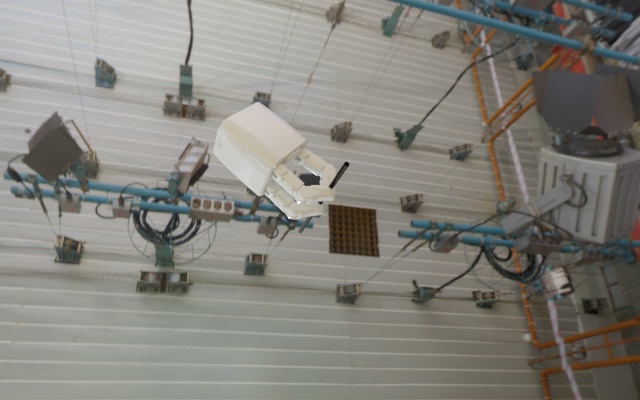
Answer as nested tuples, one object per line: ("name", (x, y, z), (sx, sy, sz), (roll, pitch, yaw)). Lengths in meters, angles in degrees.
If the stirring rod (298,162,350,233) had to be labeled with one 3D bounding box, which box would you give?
("stirring rod", (0.000, 0.002, 0.769), (0.011, 0.011, 0.240), (0, -26, -20))
